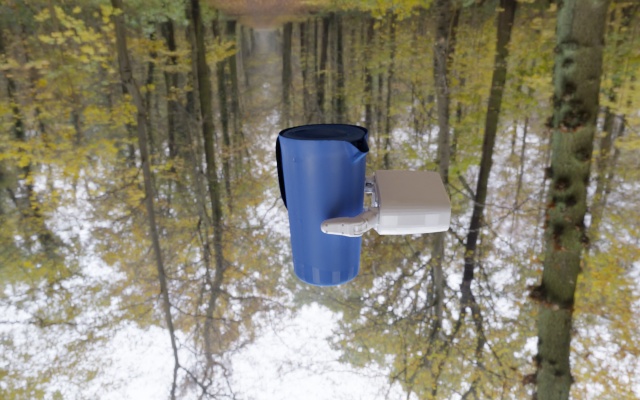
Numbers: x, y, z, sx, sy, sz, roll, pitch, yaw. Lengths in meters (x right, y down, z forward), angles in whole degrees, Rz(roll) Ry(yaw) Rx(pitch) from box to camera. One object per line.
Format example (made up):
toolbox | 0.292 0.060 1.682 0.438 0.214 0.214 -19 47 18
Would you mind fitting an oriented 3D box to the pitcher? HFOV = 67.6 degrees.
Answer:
pitcher | 0.000 0.002 0.752 0.145 0.243 0.149 -1 19 0
